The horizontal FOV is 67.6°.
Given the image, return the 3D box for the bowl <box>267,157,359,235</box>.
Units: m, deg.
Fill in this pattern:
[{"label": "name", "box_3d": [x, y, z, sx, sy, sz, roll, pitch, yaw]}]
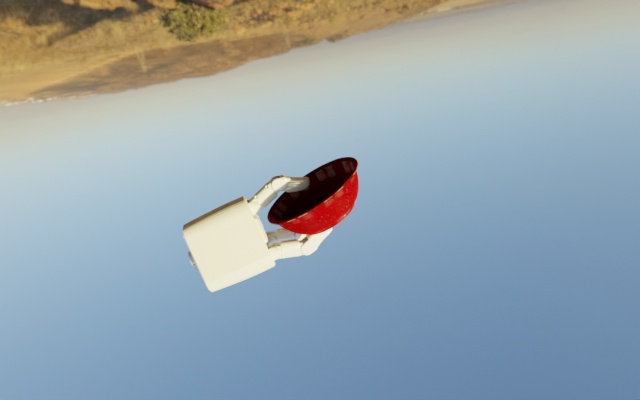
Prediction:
[{"label": "bowl", "box_3d": [0.001, 0.002, 0.725, 0.162, 0.055, 0.162, -31, 20, 12]}]
